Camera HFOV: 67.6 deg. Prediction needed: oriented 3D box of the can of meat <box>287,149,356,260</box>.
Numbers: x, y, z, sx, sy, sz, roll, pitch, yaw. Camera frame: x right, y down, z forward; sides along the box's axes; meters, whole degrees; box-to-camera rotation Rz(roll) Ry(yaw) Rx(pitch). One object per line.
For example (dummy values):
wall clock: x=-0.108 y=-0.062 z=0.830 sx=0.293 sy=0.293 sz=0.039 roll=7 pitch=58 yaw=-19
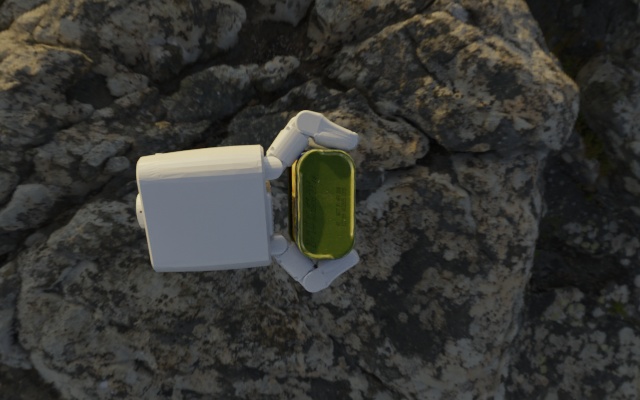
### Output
can of meat: x=0.000 y=0.002 z=0.450 sx=0.057 sy=0.102 sz=0.084 roll=-1 pitch=4 yaw=-7
